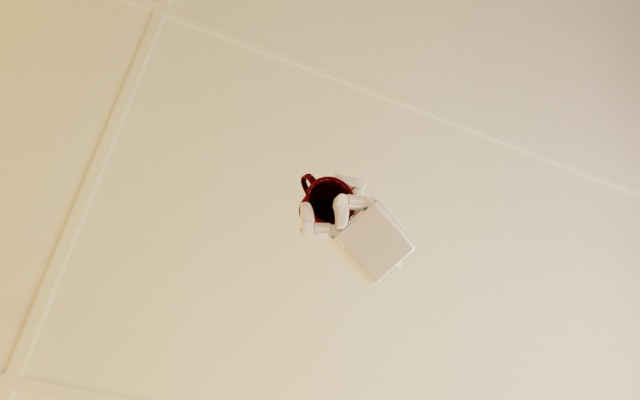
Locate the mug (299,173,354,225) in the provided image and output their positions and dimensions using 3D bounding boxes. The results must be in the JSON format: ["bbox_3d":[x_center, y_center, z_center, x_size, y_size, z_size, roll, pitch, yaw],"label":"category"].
[{"bbox_3d":[-0.001,0.002,0.884,0.093,0.117,0.081,-35,-5,-23],"label":"mug"}]
